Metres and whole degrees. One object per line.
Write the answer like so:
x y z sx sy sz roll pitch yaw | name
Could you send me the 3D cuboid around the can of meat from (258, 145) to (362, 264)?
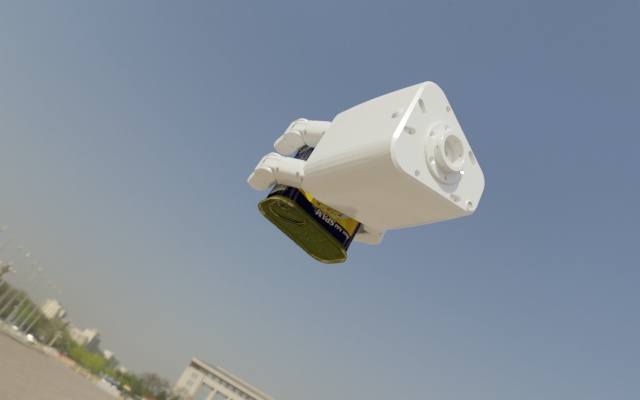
0.000 0.001 0.495 0.102 0.084 0.057 43 -30 -20 | can of meat
